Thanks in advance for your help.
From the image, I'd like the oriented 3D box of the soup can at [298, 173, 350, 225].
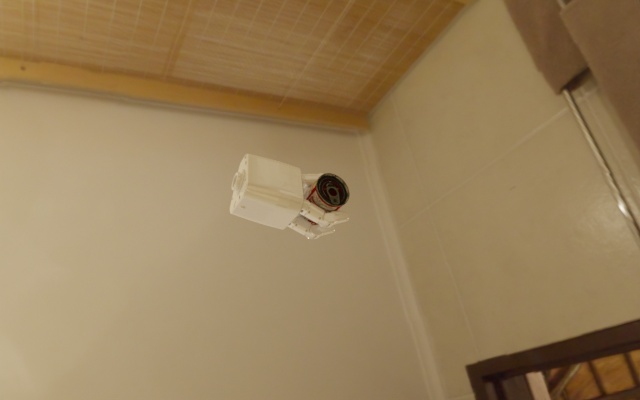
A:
[{"bbox_3d":[0.000,0.003,0.900,0.068,0.068,0.102,0,-27,-31],"label":"soup can"}]
